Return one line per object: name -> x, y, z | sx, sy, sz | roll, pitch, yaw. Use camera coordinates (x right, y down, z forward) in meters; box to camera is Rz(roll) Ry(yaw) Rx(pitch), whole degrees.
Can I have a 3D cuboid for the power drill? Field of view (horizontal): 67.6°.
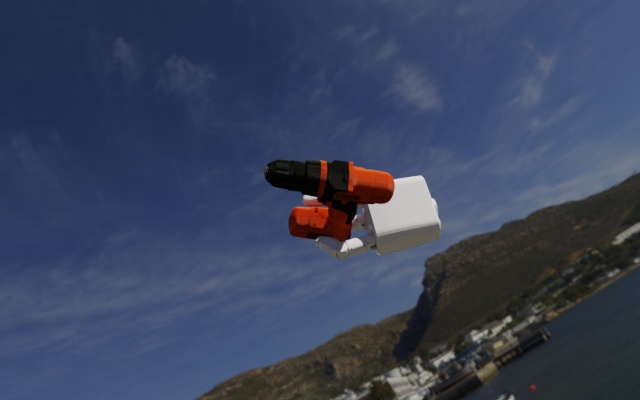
power drill -> 0.000, 0.003, 0.728 | 0.184, 0.057, 0.188 | 9, -26, -8
